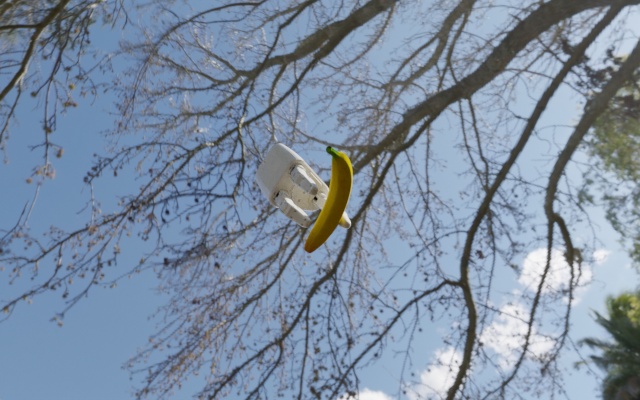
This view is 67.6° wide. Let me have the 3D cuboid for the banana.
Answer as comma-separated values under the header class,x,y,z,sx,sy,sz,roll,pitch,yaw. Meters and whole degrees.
class,x,y,z,sx,sy,sz,roll,pitch,yaw
banana,0.017,-0.001,0.800,0.069,0.198,0.037,-3,28,-29
